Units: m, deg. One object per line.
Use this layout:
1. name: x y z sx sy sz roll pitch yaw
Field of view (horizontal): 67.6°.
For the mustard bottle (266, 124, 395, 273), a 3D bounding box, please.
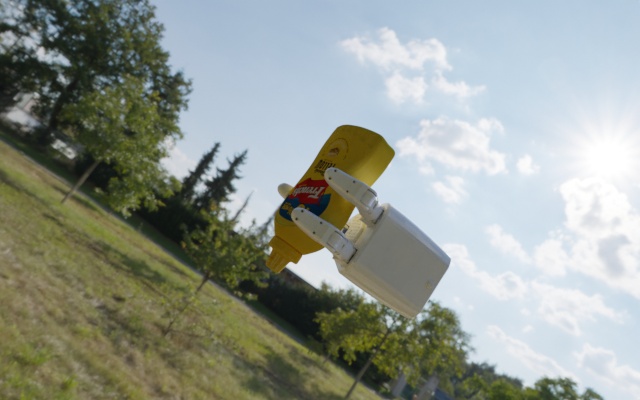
1. mustard bottle: 0.000 0.001 0.556 0.058 0.191 0.096 43 -12 -36
